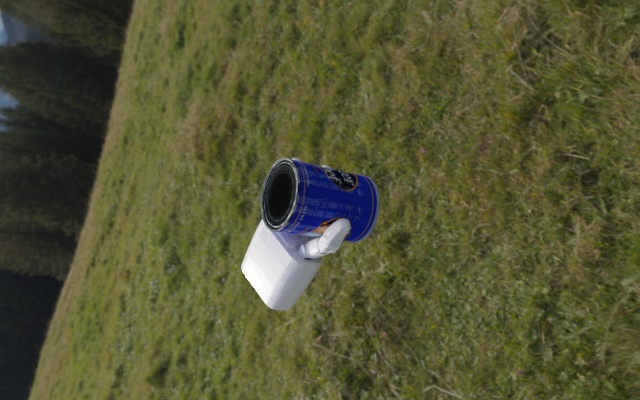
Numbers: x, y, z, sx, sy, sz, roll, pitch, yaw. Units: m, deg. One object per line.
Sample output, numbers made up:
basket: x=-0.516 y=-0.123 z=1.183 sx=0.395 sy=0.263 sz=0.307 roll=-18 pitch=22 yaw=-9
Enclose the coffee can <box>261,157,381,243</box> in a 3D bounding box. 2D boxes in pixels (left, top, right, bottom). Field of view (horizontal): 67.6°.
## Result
coffee can: x=0.000 y=0.002 z=0.684 sx=0.140 sy=0.103 sz=0.103 roll=11 pitch=-6 yaw=-33
